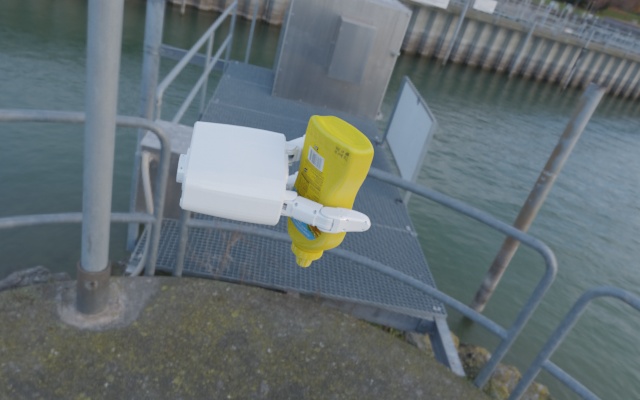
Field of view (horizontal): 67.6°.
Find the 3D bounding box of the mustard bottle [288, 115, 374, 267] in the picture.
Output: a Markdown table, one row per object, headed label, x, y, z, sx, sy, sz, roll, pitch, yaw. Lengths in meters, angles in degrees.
| label | x | y | z | sx | sy | sz | roll | pitch | yaw |
| --- | --- | --- | --- | --- | --- | --- | --- | --- | --- |
| mustard bottle | 0.000 | 0.002 | 0.578 | 0.058 | 0.192 | 0.096 | -6 | 36 | -35 |
